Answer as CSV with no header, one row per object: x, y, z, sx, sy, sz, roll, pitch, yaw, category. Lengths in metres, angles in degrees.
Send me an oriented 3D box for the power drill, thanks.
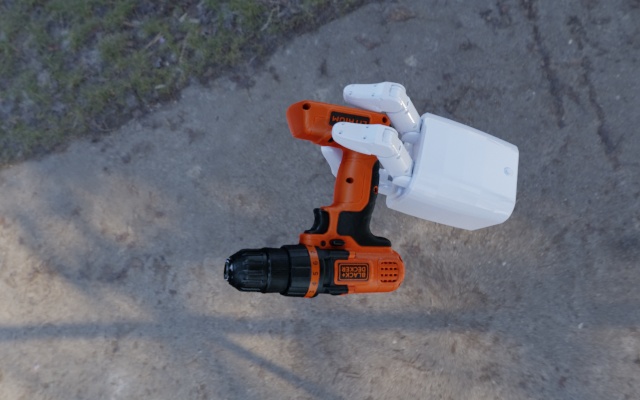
0.000,0.001,0.473,0.184,0.187,0.057,4,-3,-25,power drill
